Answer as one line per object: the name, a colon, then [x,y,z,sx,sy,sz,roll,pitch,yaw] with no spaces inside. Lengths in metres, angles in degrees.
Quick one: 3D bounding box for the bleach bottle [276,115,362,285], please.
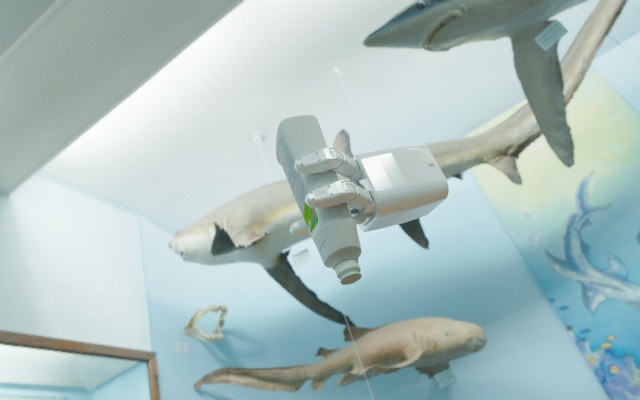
bleach bottle: [0.000,0.002,0.654,0.068,0.250,0.103,-12,-34,-13]
